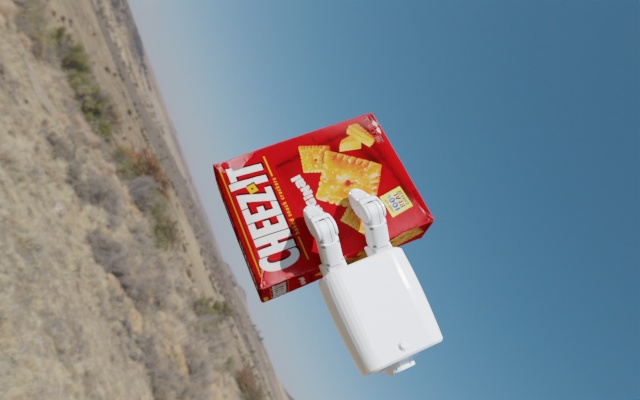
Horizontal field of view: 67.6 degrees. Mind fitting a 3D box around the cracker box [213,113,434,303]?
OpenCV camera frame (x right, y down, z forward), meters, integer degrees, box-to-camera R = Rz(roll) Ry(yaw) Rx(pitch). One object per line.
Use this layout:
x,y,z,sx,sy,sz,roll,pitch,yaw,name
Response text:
0.000,0.002,0.572,0.213,0.164,0.072,-20,-22,-13,cracker box
